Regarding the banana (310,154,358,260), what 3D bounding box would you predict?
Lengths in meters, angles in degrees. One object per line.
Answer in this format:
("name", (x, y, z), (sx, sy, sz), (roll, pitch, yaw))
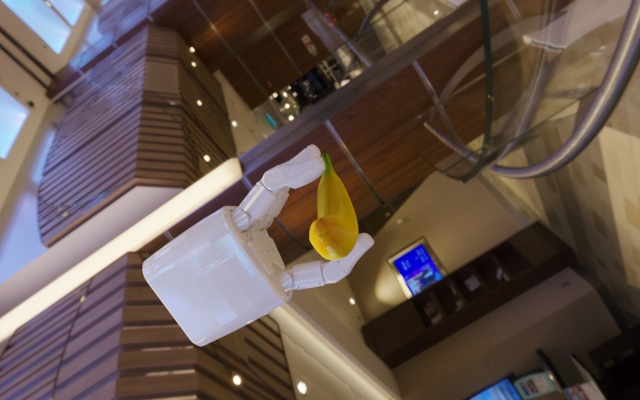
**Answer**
("banana", (0.010, 0.015, 0.446), (0.037, 0.070, 0.197), (-29, 18, 9))
